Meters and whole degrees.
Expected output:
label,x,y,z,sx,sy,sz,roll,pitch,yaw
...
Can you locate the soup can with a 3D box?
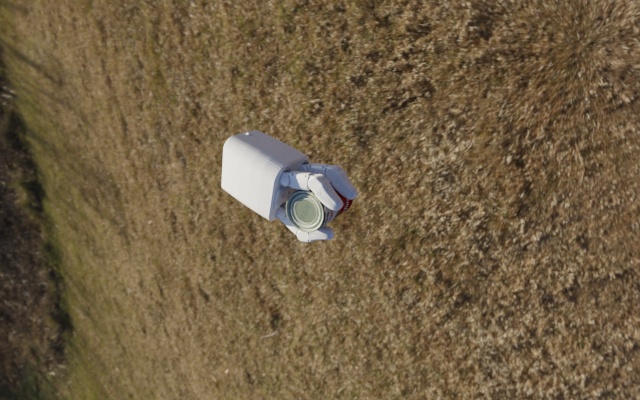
label,x,y,z,sx,sy,sz,roll,pitch,yaw
soup can,0.000,0.003,0.741,0.068,0.068,0.102,0,16,29
